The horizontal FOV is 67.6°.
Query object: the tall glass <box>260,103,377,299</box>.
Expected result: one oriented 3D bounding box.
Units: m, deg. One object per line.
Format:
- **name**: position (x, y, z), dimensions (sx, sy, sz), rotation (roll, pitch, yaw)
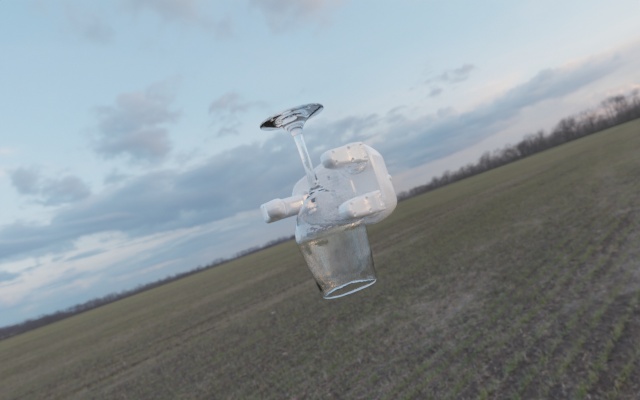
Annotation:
- **tall glass**: position (0.000, 0.001, 0.522), dimensions (0.079, 0.201, 0.079), rotation (-19, -3, -1)
